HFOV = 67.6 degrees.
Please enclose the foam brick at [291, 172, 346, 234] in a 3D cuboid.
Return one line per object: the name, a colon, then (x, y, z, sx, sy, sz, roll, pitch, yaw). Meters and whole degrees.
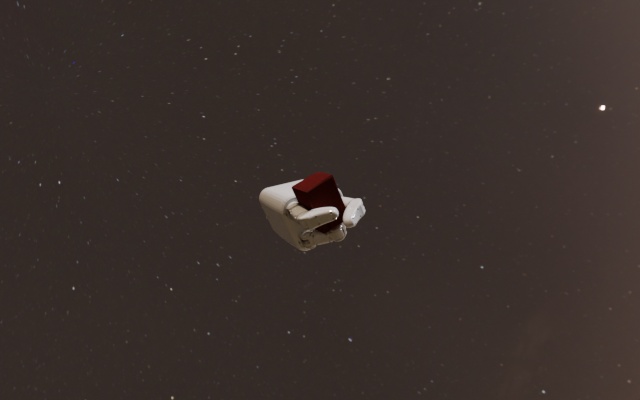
foam brick: (0.000, 0.002, 0.736, 0.053, 0.078, 0.051, -32, 25, -20)
